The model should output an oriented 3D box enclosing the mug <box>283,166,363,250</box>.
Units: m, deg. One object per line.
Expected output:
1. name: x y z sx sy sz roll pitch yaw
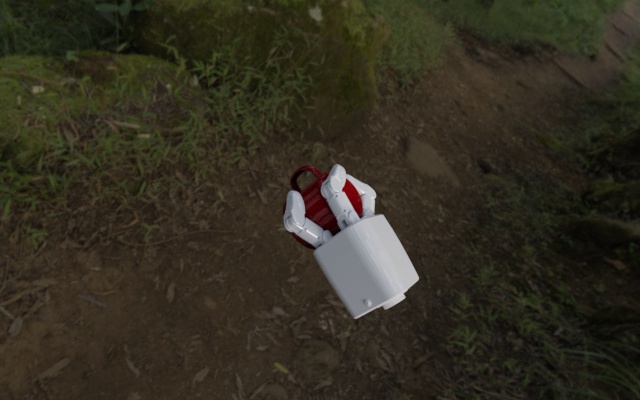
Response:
1. mug: 0.000 0.001 0.687 0.081 0.117 0.093 -39 -12 38
